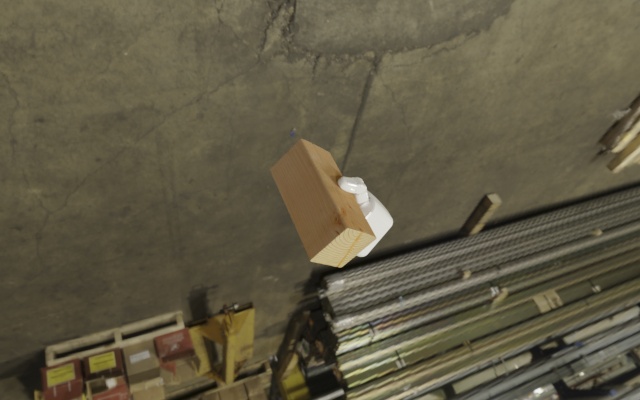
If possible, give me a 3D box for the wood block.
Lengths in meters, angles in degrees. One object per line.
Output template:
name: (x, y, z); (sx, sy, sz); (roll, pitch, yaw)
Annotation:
wood block: (0.001, 0.003, 0.838); (0.091, 0.206, 0.090); (-42, -36, 22)
